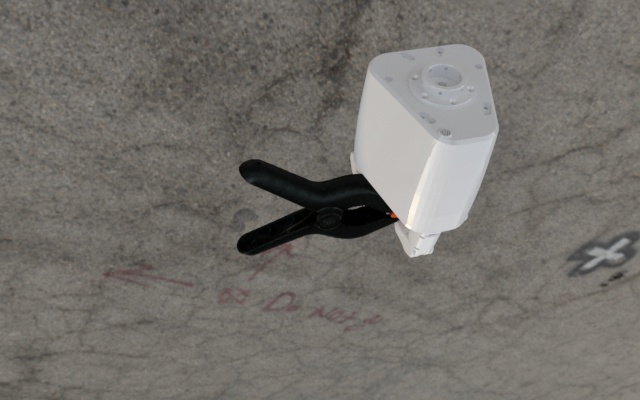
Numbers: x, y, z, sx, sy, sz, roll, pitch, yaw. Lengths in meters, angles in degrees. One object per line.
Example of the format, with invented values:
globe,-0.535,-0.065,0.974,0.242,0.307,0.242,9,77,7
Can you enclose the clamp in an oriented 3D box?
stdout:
clamp,0.000,0.002,0.451,0.171,0.039,0.120,-9,-35,-8
